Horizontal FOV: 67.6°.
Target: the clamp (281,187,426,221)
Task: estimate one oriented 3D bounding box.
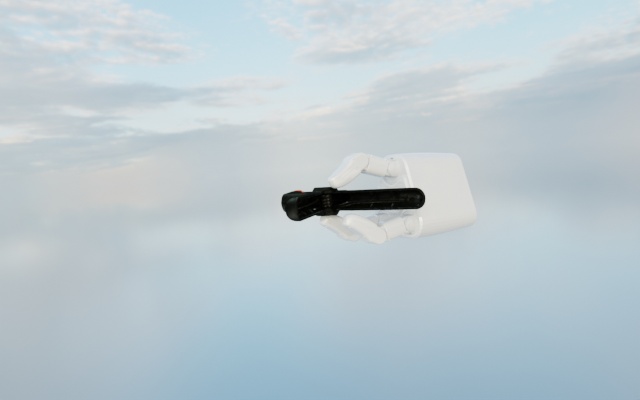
[{"bbox_3d":[0.000,0.001,0.587,0.164,0.036,0.210,-4,3,-30],"label":"clamp"}]
